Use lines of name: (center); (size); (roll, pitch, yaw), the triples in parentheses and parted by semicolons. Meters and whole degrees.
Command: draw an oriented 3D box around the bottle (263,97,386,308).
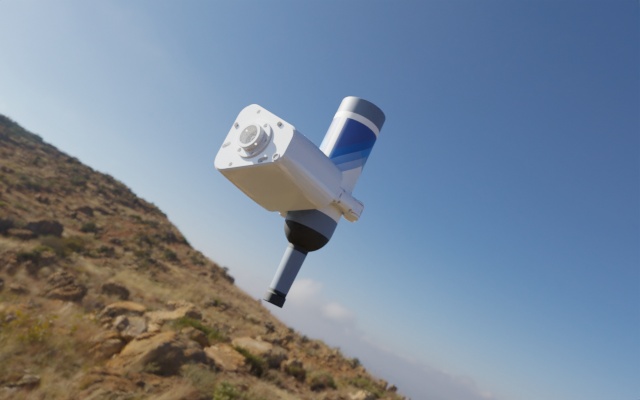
bottle: (0.000, 0.002, 0.640); (0.069, 0.295, 0.069); (24, -13, 6)
